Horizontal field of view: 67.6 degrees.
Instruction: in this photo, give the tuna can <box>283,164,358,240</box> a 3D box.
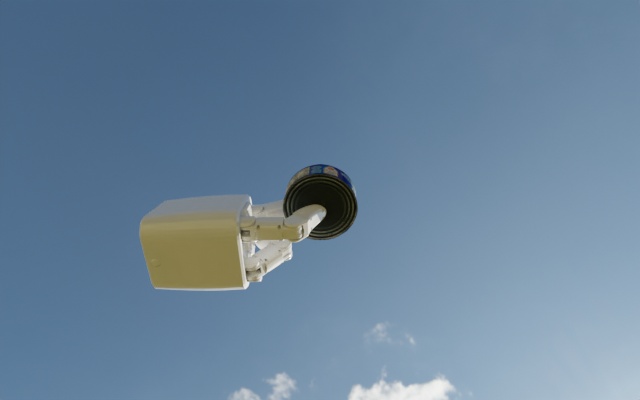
[{"bbox_3d":[0.000,0.002,0.559,0.086,0.086,0.033,0,27,2],"label":"tuna can"}]
